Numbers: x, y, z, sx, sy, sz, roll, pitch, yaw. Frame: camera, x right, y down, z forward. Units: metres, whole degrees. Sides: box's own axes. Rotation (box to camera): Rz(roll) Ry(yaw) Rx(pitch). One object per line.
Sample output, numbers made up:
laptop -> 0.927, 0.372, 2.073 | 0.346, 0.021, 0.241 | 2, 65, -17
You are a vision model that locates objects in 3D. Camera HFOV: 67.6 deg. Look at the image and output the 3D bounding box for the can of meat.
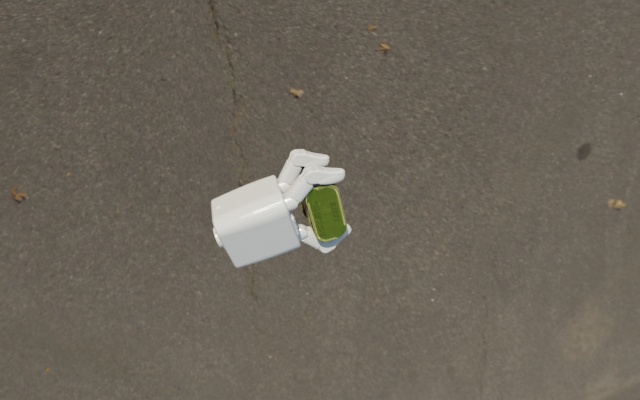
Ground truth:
can of meat -> 0.000, 0.003, 0.739 | 0.057, 0.102, 0.084 | -18, 30, -5
